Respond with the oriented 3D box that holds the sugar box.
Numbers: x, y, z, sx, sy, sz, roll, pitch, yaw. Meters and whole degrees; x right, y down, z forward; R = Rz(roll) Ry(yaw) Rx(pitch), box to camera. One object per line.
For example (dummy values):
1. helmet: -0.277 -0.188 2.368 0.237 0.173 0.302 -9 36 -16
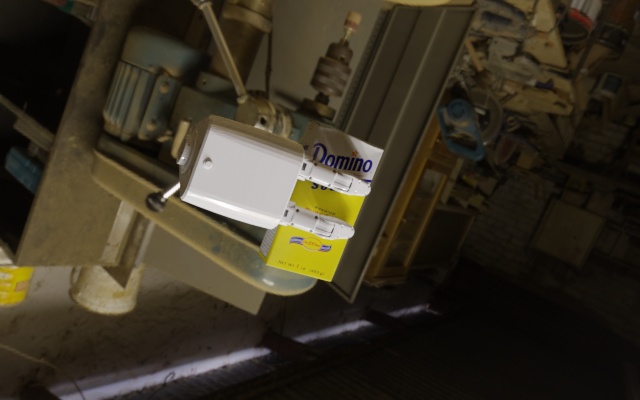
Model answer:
1. sugar box: 0.000 0.002 0.578 0.093 0.176 0.048 18 9 -25
